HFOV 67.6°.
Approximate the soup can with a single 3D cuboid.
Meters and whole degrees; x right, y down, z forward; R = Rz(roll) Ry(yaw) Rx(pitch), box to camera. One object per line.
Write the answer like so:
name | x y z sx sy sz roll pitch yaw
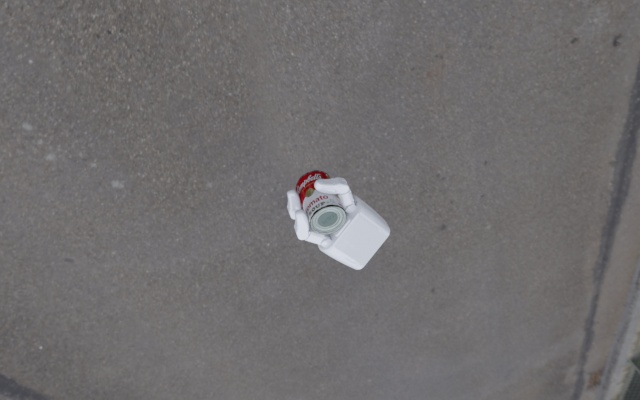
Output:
soup can | 0.000 0.003 0.850 0.068 0.068 0.102 0 40 -20
